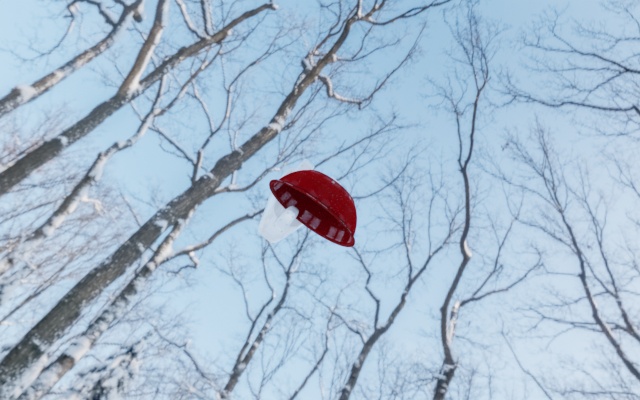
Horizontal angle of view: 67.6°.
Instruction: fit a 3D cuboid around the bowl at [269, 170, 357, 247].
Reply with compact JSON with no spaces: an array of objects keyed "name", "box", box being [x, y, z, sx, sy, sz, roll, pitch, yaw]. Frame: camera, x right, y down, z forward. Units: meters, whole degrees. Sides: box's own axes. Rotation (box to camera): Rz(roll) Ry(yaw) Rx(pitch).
[{"name":"bowl","box":[0.001,0.002,0.737,0.162,0.055,0.162,34,-16,11]}]
